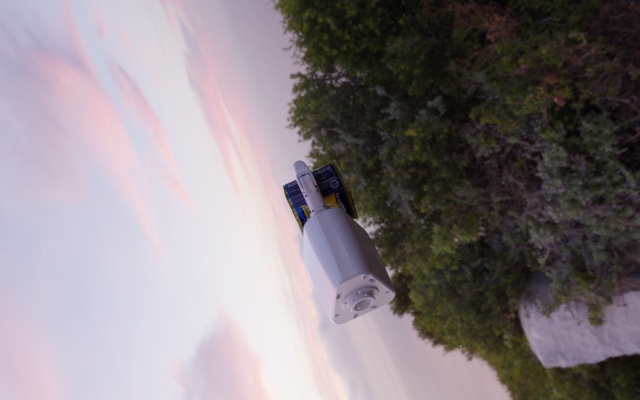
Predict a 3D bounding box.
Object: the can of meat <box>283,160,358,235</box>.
[{"bbox_3d":[0.000,0.002,0.679,0.084,0.057,0.102,-24,-37,-2],"label":"can of meat"}]
